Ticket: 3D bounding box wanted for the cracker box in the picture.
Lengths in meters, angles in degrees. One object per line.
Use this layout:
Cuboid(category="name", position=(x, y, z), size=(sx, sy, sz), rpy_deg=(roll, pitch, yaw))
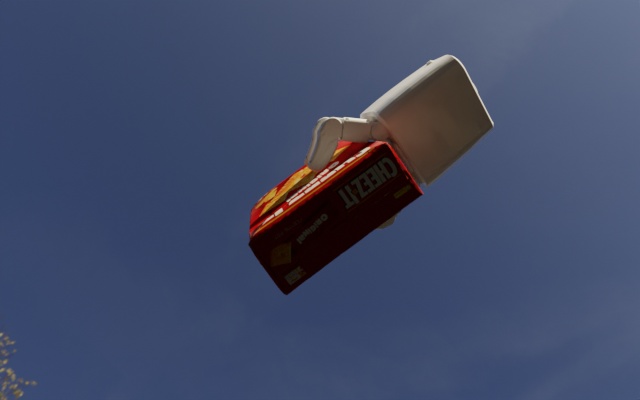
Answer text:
Cuboid(category="cracker box", position=(0.000, 0.002, 0.545), size=(0.164, 0.072, 0.213), rpy_deg=(-37, 10, -2))
